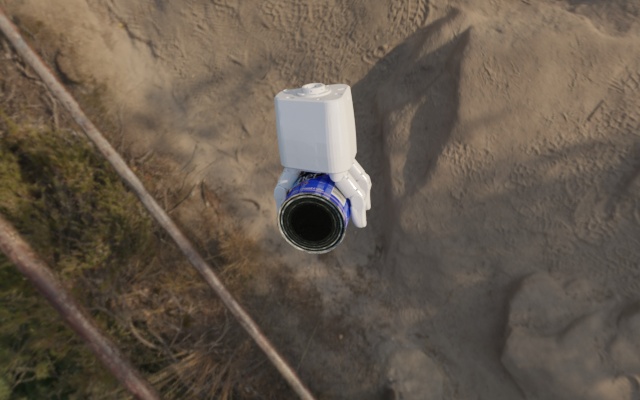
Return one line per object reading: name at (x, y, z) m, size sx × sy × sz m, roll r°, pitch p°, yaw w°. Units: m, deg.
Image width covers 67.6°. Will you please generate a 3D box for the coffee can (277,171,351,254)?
coffee can at (0.000, 0.003, 0.749) m, size 0.103 × 0.103 × 0.140 m, roll 0°, pitch 28°, yaw 13°
